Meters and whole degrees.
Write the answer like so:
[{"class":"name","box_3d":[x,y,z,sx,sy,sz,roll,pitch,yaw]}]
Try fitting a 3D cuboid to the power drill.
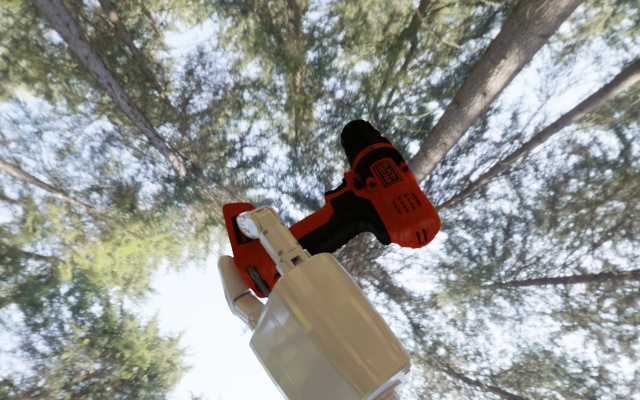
[{"class":"power drill","box_3d":[0.000,0.002,0.473,0.187,0.057,0.184,-26,41,1]}]
